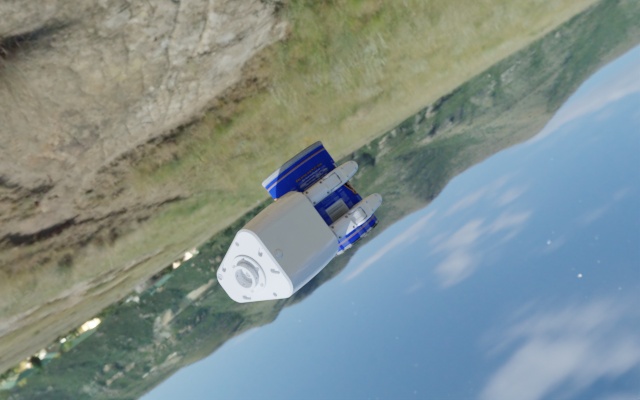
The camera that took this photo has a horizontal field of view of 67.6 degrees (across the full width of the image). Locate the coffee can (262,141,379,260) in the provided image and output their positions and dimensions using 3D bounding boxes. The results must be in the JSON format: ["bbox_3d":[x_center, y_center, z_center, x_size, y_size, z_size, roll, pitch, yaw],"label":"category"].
[{"bbox_3d":[0.000,0.002,0.672,0.103,0.140,0.103,-37,2,1],"label":"coffee can"}]
